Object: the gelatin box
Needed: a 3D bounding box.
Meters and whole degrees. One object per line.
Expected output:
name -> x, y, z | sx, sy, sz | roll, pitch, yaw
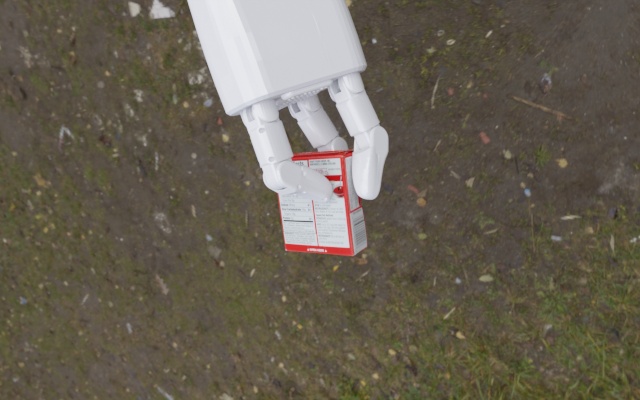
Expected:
gelatin box -> 0.000, 0.002, 0.421 | 0.073, 0.089, 0.030 | 0, 12, 33
